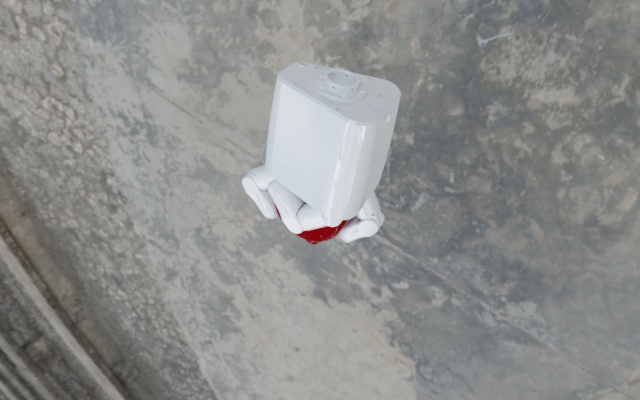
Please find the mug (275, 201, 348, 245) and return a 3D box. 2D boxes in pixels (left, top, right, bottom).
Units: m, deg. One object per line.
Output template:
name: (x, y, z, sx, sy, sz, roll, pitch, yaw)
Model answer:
mug: (0.000, 0.003, 0.548, 0.093, 0.117, 0.081, 23, 42, 15)
